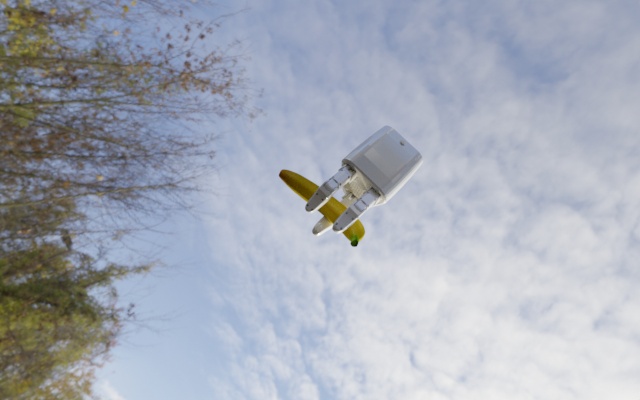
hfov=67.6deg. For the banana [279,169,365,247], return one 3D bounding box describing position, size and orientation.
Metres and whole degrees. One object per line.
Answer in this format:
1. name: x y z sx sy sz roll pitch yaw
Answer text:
1. banana: 0.010 0.009 0.788 0.197 0.037 0.070 41 5 30
